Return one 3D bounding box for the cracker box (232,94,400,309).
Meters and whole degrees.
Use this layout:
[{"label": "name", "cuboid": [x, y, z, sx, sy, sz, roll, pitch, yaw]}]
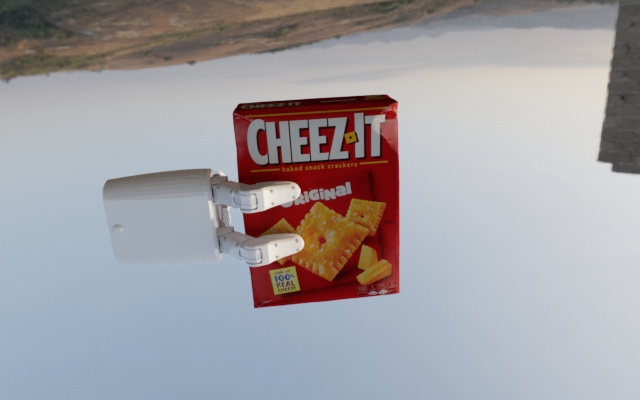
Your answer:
[{"label": "cracker box", "cuboid": [0.000, 0.002, 0.512, 0.164, 0.214, 0.072, -4, 18, -3]}]
